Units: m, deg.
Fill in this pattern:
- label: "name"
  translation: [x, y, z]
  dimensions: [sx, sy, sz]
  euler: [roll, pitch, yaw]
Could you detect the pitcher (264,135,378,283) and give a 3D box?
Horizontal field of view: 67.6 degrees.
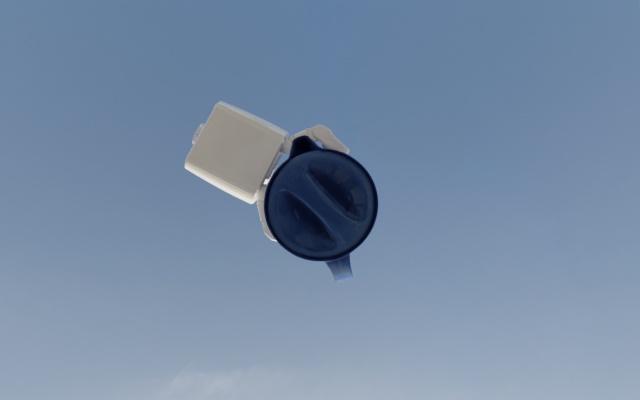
- label: "pitcher"
  translation: [0.000, 0.002, 0.666]
  dimensions: [0.145, 0.149, 0.243]
  euler: [26, 6, -4]
